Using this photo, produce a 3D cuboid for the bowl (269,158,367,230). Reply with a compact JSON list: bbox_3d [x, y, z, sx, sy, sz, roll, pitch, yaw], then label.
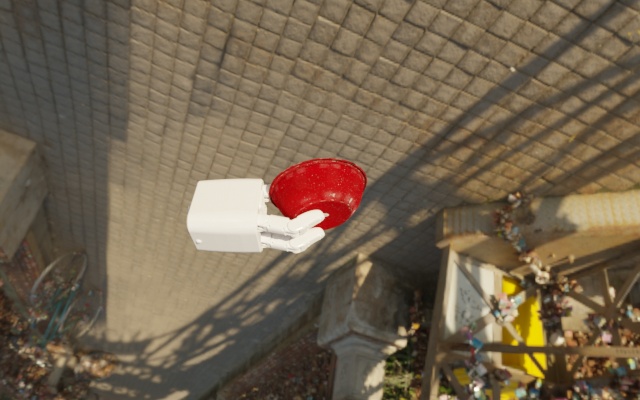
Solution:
[{"bbox_3d":[0.001,0.002,0.761,0.162,0.055,0.162,-8,-32,-5],"label":"bowl"}]
